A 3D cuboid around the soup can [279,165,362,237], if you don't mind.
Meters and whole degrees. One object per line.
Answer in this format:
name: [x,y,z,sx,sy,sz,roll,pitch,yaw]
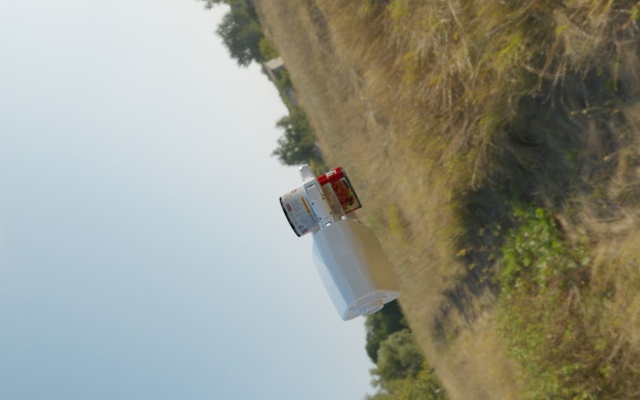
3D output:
soup can: [0.000,0.002,0.688,0.102,0.068,0.068,-27,-2,3]
